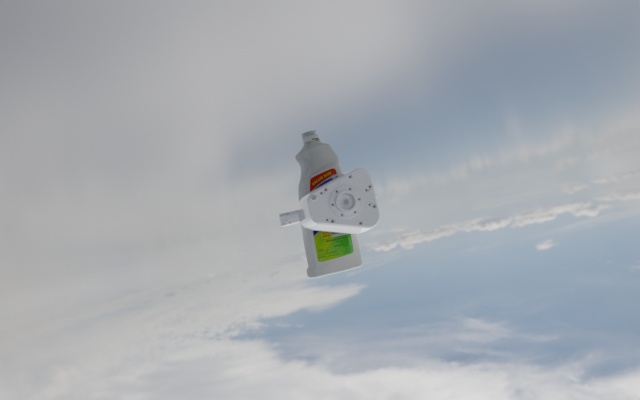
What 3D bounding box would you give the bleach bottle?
[{"bbox_3d":[0.000,0.003,0.842,0.102,0.251,0.068,-12,-4,-9],"label":"bleach bottle"}]
